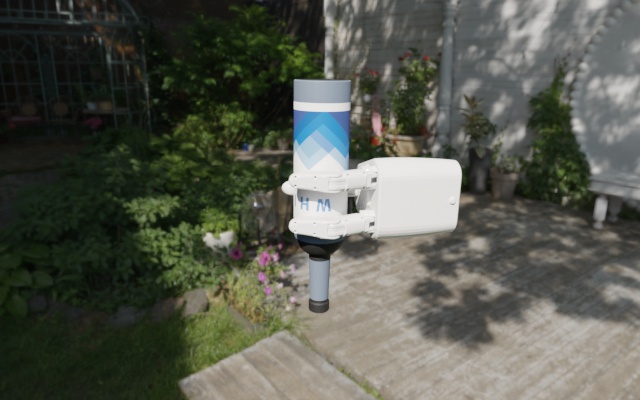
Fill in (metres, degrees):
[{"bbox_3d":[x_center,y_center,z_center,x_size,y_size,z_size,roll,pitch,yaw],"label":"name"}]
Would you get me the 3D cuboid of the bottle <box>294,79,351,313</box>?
[{"bbox_3d":[0.000,0.002,0.593,0.069,0.296,0.069,1,16,0],"label":"bottle"}]
